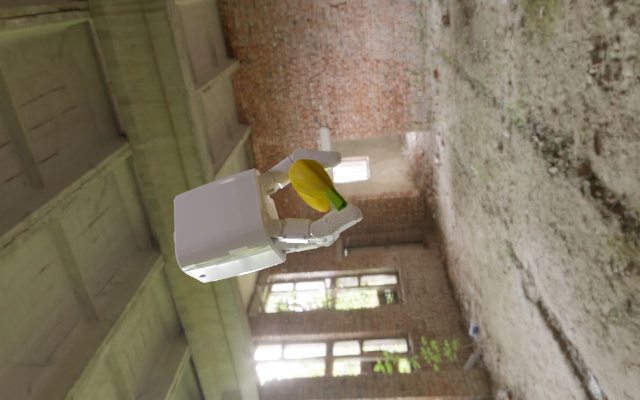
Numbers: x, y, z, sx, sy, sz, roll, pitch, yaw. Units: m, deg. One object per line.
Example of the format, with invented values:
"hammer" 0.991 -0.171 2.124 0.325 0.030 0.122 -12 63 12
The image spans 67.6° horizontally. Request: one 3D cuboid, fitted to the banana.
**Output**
"banana" -0.009 -0.014 0.549 0.037 0.069 0.198 -30 1 -2
